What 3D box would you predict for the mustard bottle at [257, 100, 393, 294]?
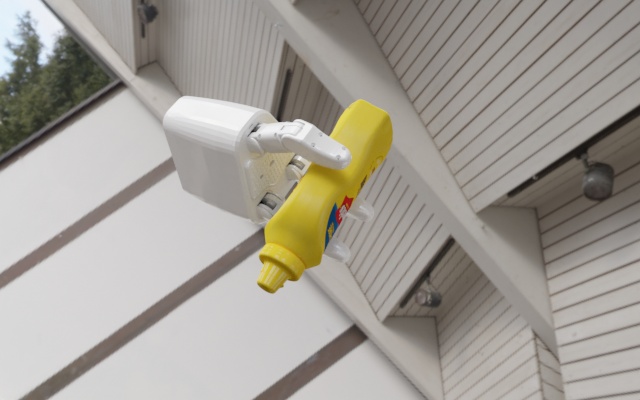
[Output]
[{"bbox_3d":[0.000,0.001,0.441,0.058,0.191,0.096,30,-26,8],"label":"mustard bottle"}]
